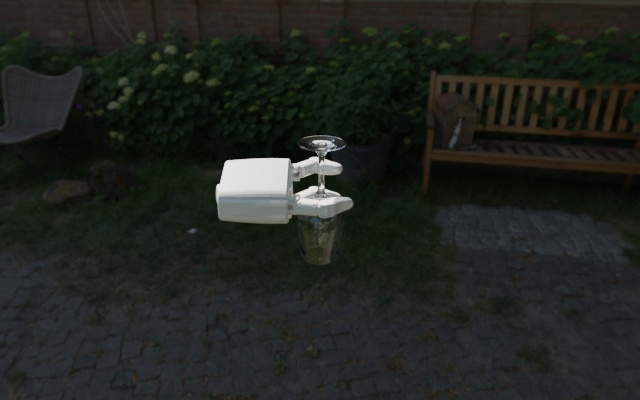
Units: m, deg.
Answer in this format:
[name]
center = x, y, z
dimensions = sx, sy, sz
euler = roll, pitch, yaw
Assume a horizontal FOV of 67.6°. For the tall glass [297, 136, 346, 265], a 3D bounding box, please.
[tall glass]
center = 0.000, 0.002, 0.769
dimensions = 0.079, 0.201, 0.079
euler = 1, 24, 0
